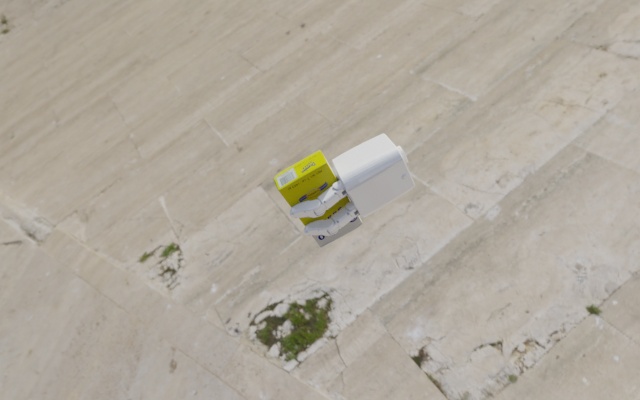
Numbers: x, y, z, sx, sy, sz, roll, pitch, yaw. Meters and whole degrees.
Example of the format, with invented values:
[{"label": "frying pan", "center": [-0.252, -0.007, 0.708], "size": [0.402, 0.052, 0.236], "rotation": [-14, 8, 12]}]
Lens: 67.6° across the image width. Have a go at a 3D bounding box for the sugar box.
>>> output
[{"label": "sugar box", "center": [0.000, 0.003, 0.832], "size": [0.093, 0.048, 0.176], "rotation": [-29, -48, 5]}]
